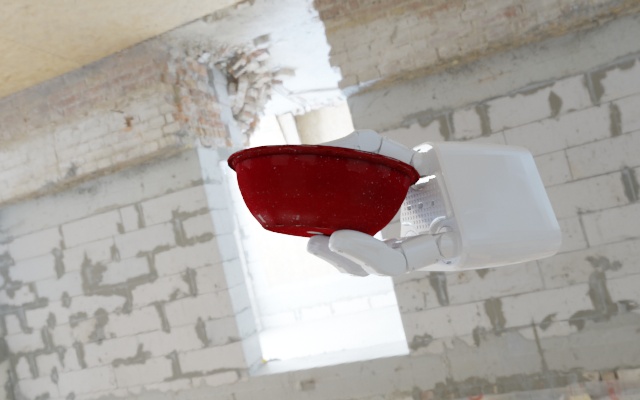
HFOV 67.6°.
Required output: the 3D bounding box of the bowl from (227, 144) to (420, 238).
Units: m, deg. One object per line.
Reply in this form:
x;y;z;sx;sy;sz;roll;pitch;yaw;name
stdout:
-0.001;0.002;0.400;0.162;0.055;0.162;5;-10;1;bowl
